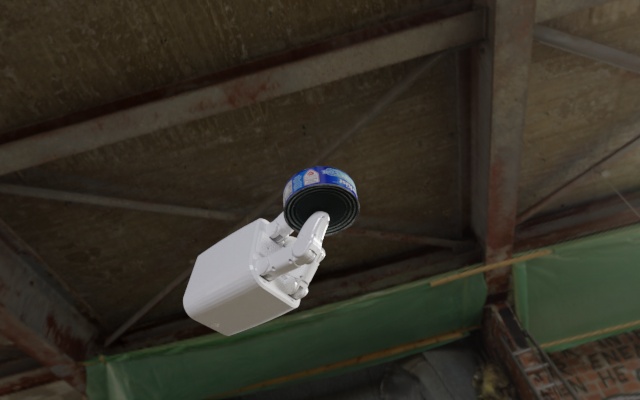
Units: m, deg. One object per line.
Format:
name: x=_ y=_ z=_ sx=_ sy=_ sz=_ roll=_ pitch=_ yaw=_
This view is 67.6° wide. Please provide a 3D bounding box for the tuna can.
tuna can: x=0.000 y=0.001 z=0.544 sx=0.086 sy=0.033 sz=0.086 roll=-3 pitch=-44 yaw=-3
